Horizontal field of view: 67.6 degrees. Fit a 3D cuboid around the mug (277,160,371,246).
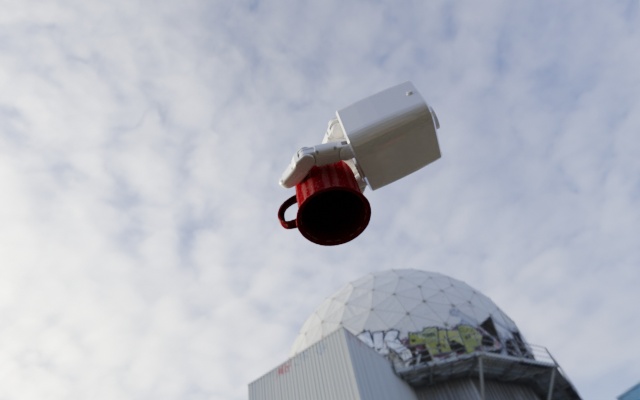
[{"bbox_3d":[-0.001,0.002,0.613,0.117,0.093,0.081,-23,37,7],"label":"mug"}]
